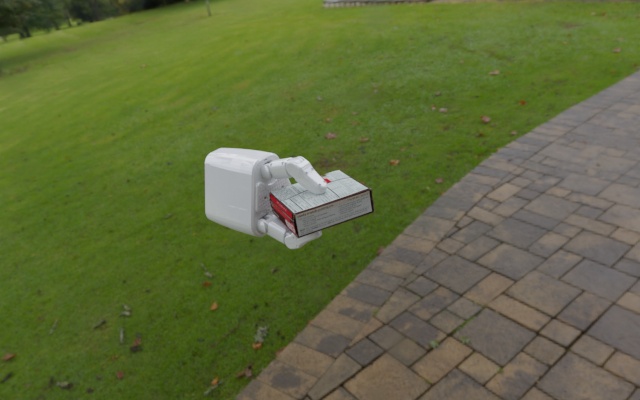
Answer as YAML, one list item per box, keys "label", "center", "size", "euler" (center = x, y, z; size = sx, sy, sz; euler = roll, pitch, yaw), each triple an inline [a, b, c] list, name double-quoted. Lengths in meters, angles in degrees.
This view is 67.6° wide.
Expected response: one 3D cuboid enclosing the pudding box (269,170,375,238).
- label: "pudding box"
  center: [0.000, 0.002, 0.628]
  size: [0.113, 0.039, 0.090]
  euler: [-20, 28, -19]
